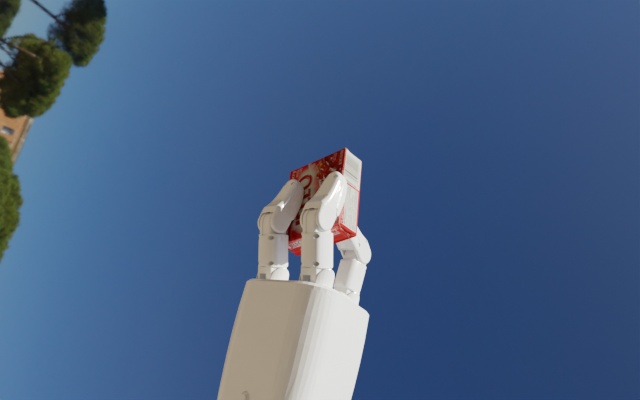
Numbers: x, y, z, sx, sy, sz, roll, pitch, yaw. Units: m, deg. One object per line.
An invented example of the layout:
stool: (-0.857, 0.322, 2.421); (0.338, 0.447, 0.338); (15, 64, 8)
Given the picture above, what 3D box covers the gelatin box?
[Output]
gelatin box: (0.000, 0.001, 0.457); (0.073, 0.089, 0.030); (-21, -42, 36)
